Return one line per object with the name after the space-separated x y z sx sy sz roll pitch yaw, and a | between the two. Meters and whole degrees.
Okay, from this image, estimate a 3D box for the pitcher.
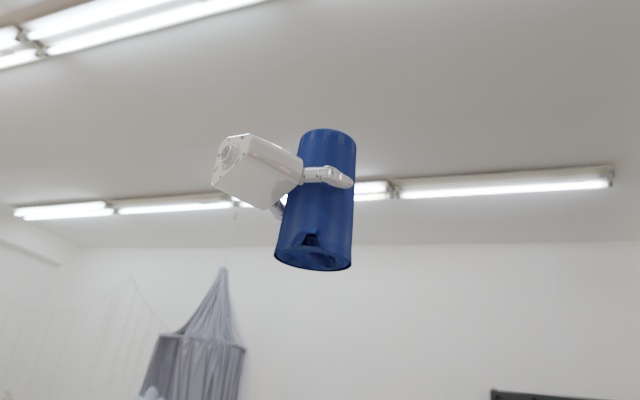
0.000 0.003 0.862 0.145 0.242 0.149 26 -29 -35 | pitcher
